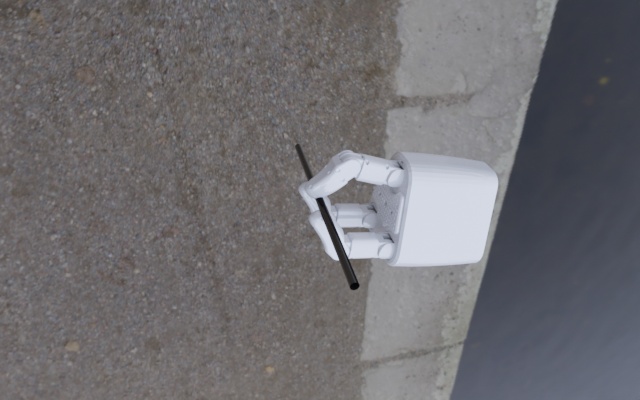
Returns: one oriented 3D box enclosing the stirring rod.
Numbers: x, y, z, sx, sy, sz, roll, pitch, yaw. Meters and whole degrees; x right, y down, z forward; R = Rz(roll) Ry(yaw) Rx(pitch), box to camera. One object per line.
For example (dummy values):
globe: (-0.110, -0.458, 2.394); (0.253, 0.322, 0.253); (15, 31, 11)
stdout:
stirring rod: (0.000, 0.001, 0.467); (0.011, 0.011, 0.239); (0, 33, -15)
